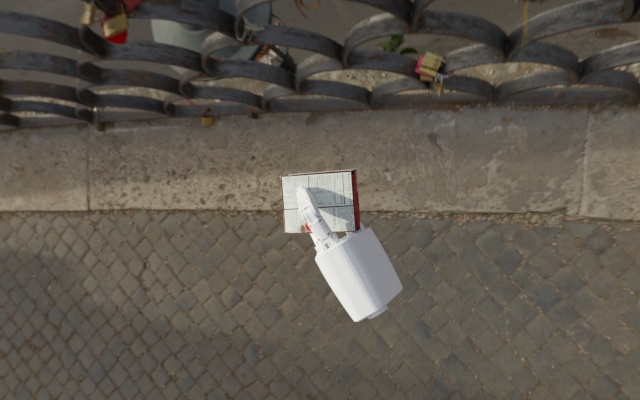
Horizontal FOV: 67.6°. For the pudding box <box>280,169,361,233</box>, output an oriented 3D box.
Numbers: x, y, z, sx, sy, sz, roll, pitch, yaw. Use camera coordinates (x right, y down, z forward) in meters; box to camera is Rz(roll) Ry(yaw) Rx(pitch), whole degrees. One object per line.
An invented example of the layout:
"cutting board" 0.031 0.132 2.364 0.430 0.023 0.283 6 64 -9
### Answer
"pudding box" 0.000 0.002 0.704 0.113 0.090 0.039 -3 3 14
